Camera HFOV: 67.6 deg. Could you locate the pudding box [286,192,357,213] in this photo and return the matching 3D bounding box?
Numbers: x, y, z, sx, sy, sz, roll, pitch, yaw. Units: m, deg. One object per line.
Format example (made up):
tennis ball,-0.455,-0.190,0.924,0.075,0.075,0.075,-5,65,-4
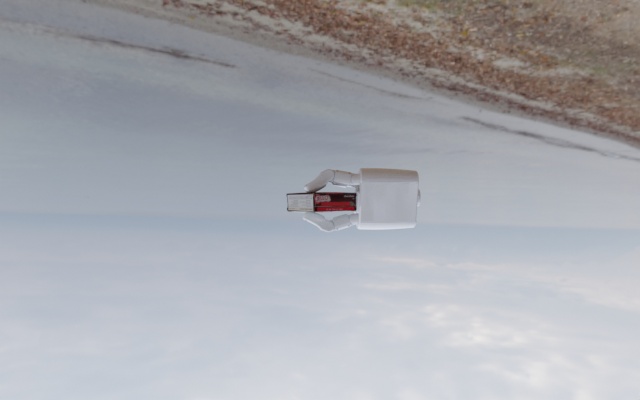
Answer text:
pudding box,0.000,0.003,0.883,0.090,0.039,0.113,1,-2,-29
